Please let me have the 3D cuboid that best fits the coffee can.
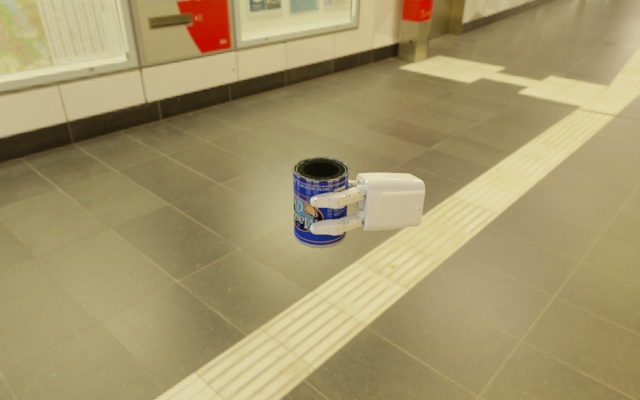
[{"bbox_3d":[0.000,0.003,0.890,0.103,0.140,0.102,1,29,0],"label":"coffee can"}]
